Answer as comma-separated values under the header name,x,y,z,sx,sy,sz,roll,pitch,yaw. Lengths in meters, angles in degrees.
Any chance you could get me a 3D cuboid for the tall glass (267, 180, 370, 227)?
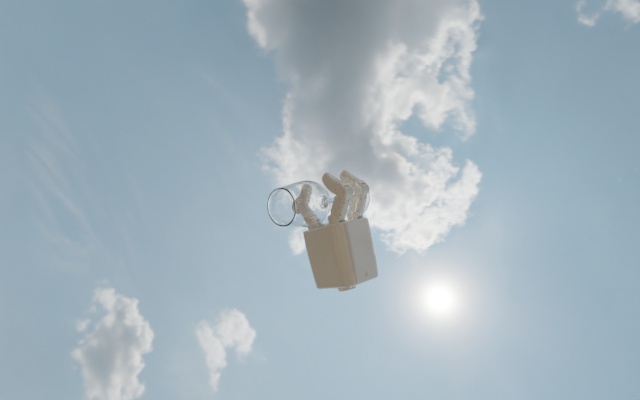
name,x,y,z,sx,sy,sz,roll,pitch,yaw
tall glass,0.000,0.003,0.826,0.079,0.079,0.201,0,4,39
